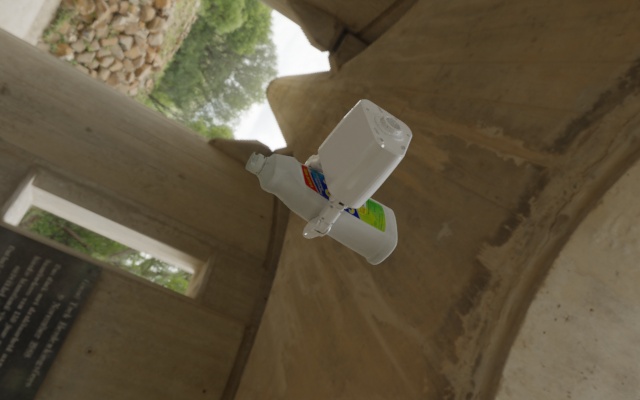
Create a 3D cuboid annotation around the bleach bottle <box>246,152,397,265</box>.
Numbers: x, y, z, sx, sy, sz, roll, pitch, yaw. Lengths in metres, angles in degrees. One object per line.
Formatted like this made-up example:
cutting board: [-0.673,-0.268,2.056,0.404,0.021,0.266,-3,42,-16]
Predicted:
bleach bottle: [0.000,0.002,0.738,0.251,0.102,0.068,28,-54,-18]
